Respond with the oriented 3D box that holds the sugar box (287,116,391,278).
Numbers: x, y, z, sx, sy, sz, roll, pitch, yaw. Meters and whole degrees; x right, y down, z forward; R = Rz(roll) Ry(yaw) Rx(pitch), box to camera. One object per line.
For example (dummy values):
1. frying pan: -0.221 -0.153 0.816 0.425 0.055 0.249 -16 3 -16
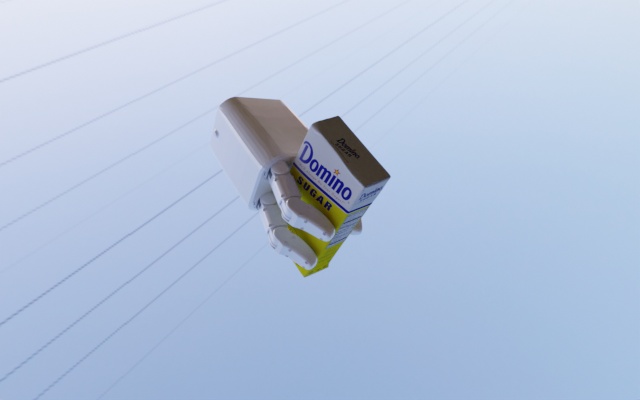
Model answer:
1. sugar box: 0.000 0.002 0.536 0.048 0.093 0.176 -22 -26 -35
